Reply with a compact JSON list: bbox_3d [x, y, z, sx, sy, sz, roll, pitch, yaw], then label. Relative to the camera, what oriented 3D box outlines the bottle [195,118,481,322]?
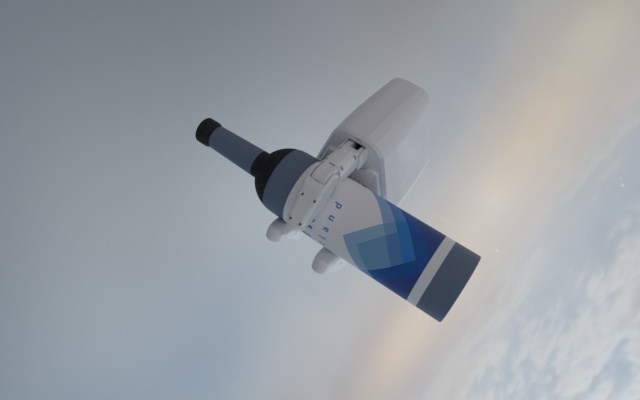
[{"bbox_3d":[0.000,0.002,0.448,0.295,0.069,0.069,32,10,17],"label":"bottle"}]
